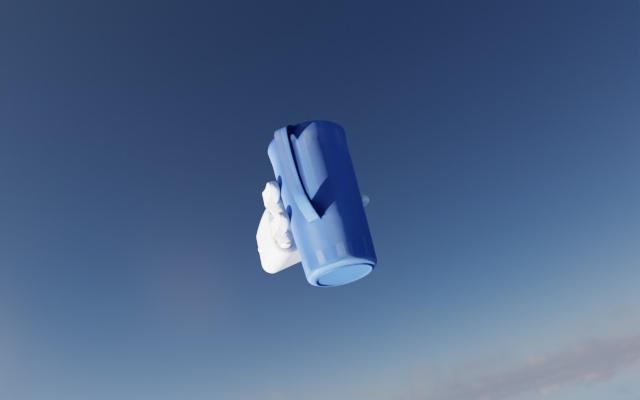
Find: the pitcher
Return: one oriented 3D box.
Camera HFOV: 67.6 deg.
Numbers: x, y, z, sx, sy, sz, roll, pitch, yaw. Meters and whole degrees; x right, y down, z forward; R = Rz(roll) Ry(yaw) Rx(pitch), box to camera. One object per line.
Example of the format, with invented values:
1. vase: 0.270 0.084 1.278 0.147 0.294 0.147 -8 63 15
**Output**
1. pitcher: 0.000 0.003 0.744 0.149 0.242 0.145 -3 -28 -25
